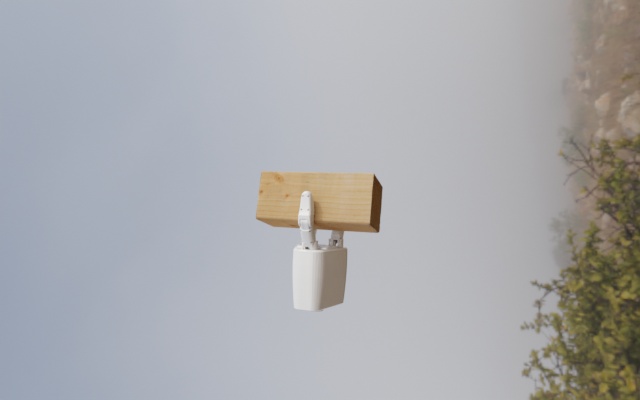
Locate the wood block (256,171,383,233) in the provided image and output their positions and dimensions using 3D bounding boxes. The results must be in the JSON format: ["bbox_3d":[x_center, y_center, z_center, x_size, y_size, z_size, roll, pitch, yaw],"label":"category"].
[{"bbox_3d":[0.000,0.003,0.857,0.206,0.090,0.091,2,-12,17],"label":"wood block"}]
